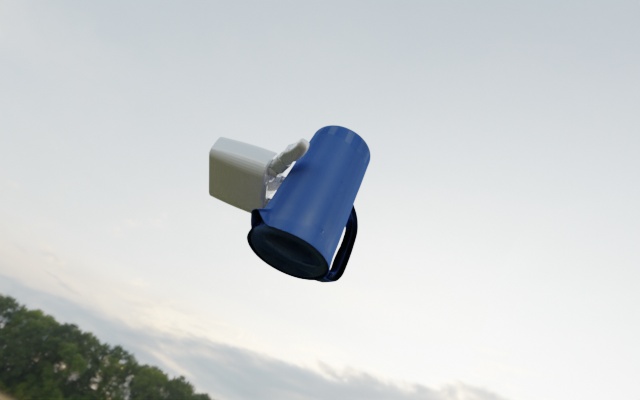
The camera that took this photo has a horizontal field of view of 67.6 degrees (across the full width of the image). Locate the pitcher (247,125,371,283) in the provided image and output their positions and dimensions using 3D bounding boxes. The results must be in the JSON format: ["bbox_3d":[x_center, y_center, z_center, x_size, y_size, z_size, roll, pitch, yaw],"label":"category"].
[{"bbox_3d":[0.000,0.002,0.769,0.145,0.242,0.149,19,-34,12],"label":"pitcher"}]
